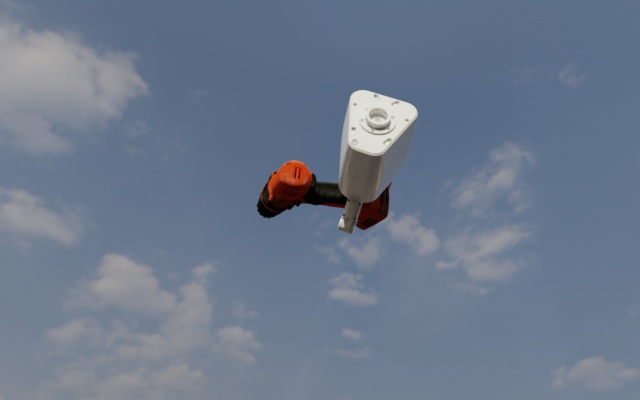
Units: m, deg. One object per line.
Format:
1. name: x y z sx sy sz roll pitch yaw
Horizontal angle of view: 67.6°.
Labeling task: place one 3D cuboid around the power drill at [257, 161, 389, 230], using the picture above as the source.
1. power drill: 0.001 0.002 0.759 0.187 0.057 0.184 10 -19 -17
